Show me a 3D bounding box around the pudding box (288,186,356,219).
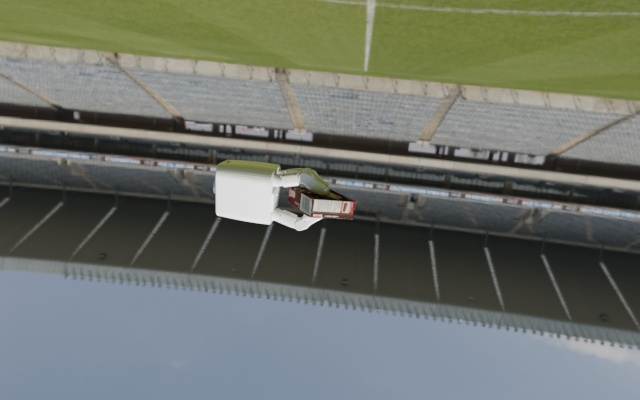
[{"bbox_3d":[0.000,0.003,0.889,0.090,0.039,0.113,3,14,-25],"label":"pudding box"}]
